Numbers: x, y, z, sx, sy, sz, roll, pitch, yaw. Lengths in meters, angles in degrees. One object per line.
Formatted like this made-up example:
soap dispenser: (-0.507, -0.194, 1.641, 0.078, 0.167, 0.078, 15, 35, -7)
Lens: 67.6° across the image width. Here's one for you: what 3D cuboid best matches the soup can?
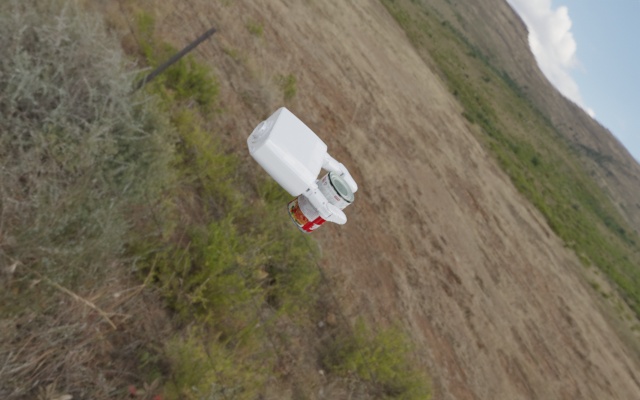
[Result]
soup can: (0.001, 0.003, 0.850, 0.102, 0.068, 0.068, -37, -16, 23)
